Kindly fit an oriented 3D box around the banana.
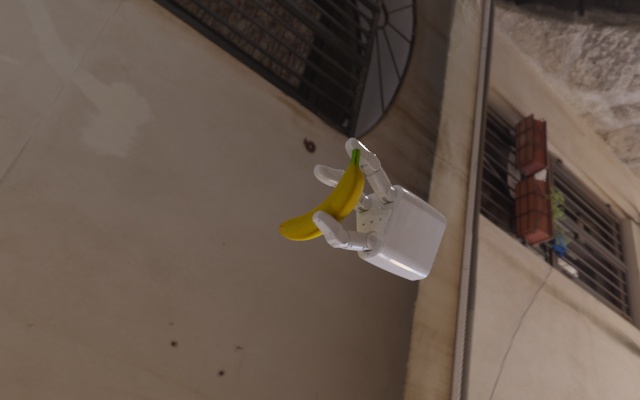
[{"bbox_3d":[0.003,0.014,0.686,0.037,0.069,0.198,26,-51,-29],"label":"banana"}]
